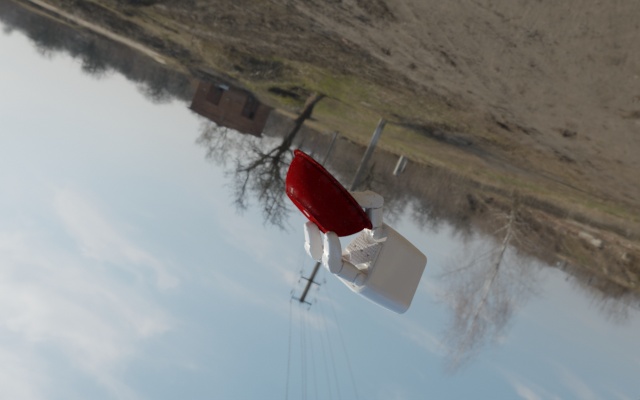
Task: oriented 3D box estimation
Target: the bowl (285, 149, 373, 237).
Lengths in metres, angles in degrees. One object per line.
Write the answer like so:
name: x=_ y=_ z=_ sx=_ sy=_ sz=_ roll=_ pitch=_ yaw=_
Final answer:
bowl: x=-0.001 y=0.002 z=0.693 sx=0.055 sy=0.162 sz=0.162 roll=-44 pitch=6 yaw=-7
